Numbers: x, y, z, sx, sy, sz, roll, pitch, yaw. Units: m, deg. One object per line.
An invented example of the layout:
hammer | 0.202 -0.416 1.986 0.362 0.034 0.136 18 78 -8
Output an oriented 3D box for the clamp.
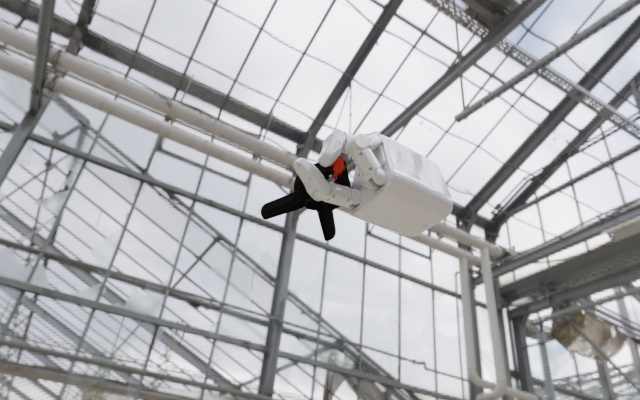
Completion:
clamp | 0.000 0.002 0.684 0.120 0.039 0.171 21 -37 -23
